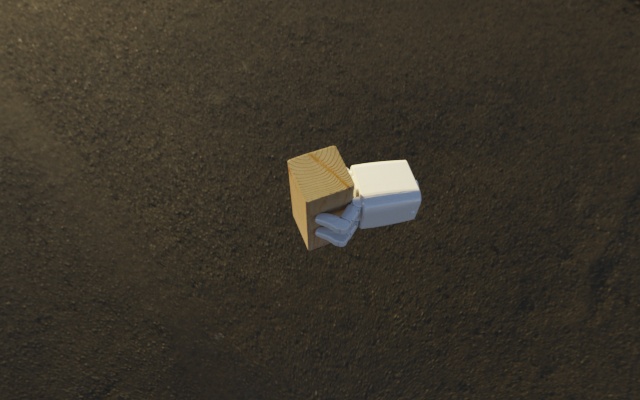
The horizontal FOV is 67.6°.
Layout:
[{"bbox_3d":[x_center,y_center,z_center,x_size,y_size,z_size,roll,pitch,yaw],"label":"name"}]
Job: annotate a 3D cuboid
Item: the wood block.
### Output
[{"bbox_3d":[0.000,0.002,0.883,0.090,0.090,0.206,-19,-27,-10],"label":"wood block"}]
